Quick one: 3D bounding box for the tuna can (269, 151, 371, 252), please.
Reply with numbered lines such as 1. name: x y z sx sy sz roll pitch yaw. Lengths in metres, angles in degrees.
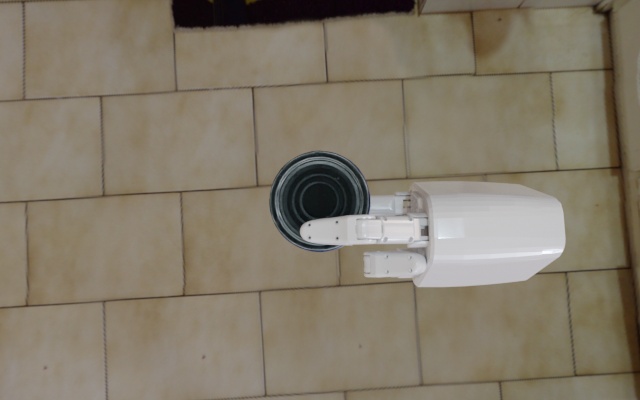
1. tuna can: 0.000 0.001 0.408 0.086 0.086 0.034 0 -4 5
